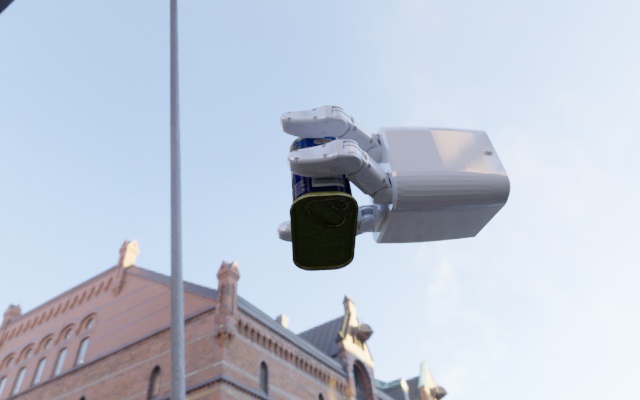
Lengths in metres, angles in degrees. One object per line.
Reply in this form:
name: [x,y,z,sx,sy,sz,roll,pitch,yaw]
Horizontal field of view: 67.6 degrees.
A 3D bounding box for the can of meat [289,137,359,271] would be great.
can of meat: [0.000,0.001,0.444,0.057,0.083,0.102,-3,-44,-3]
